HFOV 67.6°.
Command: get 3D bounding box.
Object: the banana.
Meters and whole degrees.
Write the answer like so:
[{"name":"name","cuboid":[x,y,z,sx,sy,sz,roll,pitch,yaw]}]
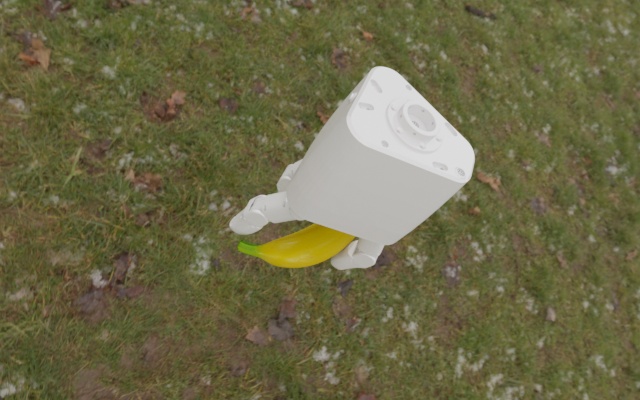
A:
[{"name":"banana","cuboid":[0.010,0.017,0.497,0.197,0.069,0.037,-34,-14,-38]}]
